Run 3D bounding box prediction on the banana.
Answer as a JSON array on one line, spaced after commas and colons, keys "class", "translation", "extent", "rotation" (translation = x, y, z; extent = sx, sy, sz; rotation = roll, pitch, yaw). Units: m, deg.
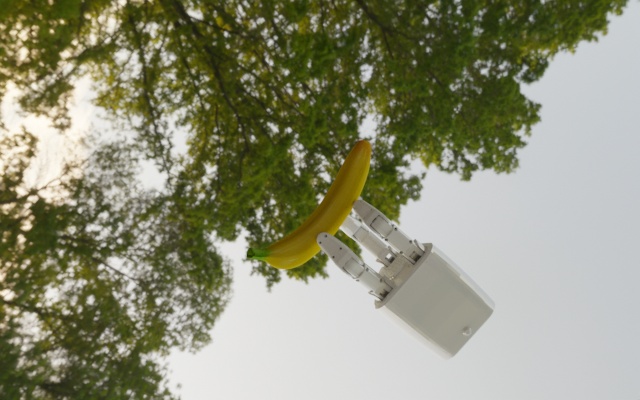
[{"class": "banana", "translation": [0.003, 0.015, 0.562], "extent": [0.037, 0.197, 0.070], "rotation": [32, -21, 34]}]
